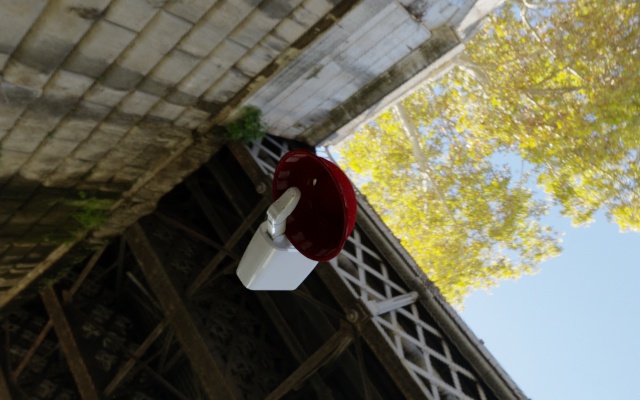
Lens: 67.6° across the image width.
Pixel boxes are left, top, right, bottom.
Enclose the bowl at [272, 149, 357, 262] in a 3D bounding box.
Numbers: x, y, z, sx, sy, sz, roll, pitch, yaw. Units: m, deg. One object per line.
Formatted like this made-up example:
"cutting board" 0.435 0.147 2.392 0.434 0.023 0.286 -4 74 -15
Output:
"bowl" 0.001 0.001 0.675 0.055 0.162 0.162 -18 11 -37
